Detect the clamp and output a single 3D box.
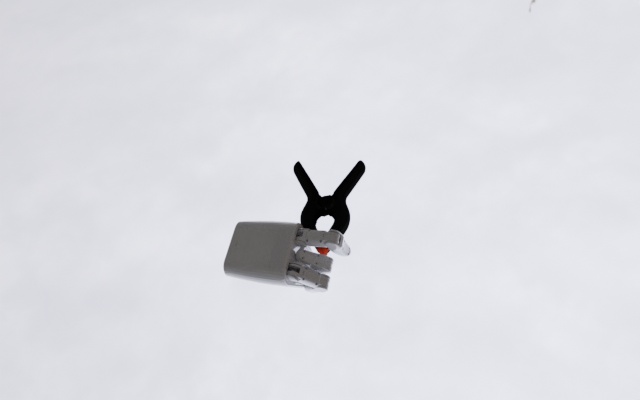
[{"bbox_3d":[0.000,0.003,0.766,0.120,0.171,0.039,5,-31,18],"label":"clamp"}]
